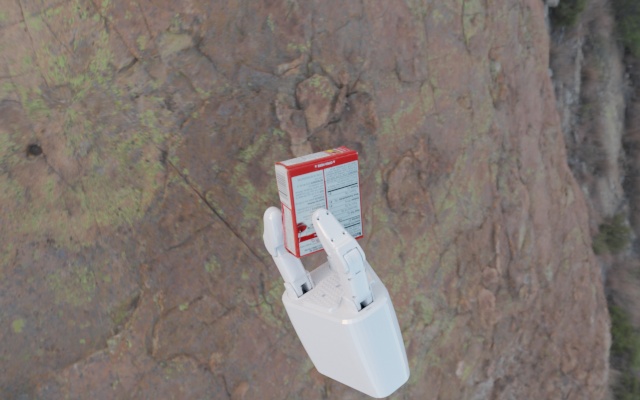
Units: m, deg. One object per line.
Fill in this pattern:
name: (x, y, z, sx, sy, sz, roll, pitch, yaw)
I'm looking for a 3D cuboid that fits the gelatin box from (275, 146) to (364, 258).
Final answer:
gelatin box: (0.000, 0.001, 0.442, 0.073, 0.089, 0.030, -16, 24, -26)
